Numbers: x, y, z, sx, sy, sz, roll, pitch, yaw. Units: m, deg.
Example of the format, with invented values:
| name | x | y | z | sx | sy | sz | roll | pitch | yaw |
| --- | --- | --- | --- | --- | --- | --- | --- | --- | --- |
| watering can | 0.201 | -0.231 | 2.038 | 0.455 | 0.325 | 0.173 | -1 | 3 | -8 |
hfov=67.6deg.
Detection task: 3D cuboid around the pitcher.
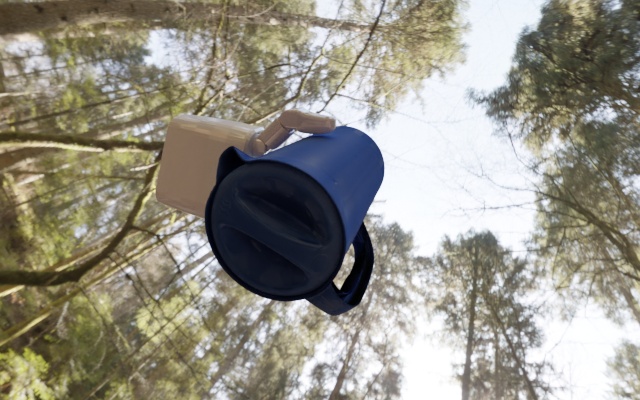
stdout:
| name | x | y | z | sx | sy | sz | roll | pitch | yaw |
| --- | --- | --- | --- | --- | --- | --- | --- | --- | --- |
| pitcher | 0.000 | 0.002 | 0.514 | 0.145 | 0.149 | 0.242 | 13 | 22 | 16 |
